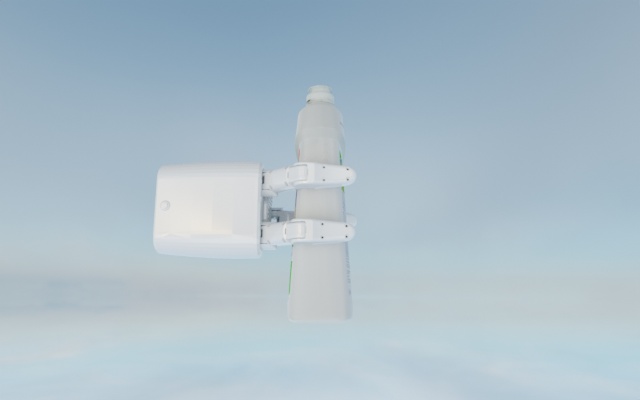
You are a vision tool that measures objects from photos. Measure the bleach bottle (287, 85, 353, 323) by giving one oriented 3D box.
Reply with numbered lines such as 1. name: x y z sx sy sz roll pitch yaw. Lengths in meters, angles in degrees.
1. bleach bottle: 0.000 0.002 0.518 0.068 0.250 0.102 0 -11 1
